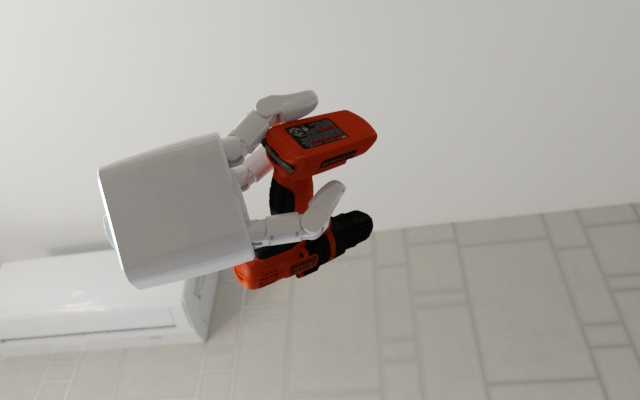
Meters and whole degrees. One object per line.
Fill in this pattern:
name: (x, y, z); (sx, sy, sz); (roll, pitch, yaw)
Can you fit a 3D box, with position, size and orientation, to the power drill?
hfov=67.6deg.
power drill: (0.000, 0.001, 0.502); (0.184, 0.188, 0.057); (-21, 49, -34)
